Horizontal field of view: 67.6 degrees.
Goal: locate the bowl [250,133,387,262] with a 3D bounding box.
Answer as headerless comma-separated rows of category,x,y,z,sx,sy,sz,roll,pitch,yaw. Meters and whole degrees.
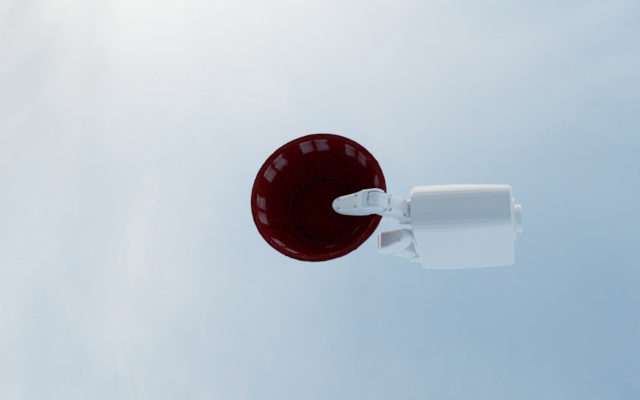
bowl,-0.001,0.002,0.578,0.162,0.162,0.055,0,-21,10
